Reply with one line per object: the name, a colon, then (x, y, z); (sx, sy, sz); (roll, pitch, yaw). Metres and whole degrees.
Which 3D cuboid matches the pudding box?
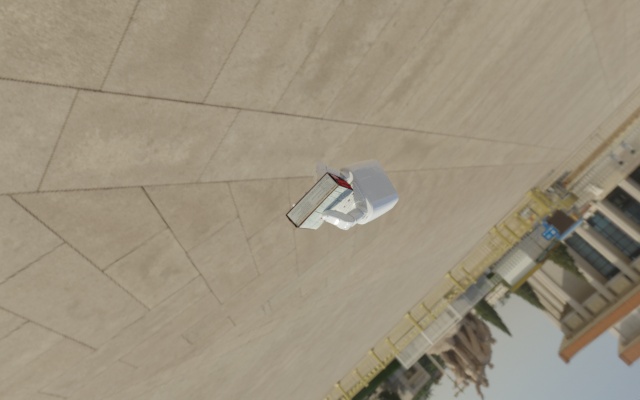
pudding box: (0.000, 0.003, 0.876); (0.039, 0.113, 0.090); (46, 11, 19)
